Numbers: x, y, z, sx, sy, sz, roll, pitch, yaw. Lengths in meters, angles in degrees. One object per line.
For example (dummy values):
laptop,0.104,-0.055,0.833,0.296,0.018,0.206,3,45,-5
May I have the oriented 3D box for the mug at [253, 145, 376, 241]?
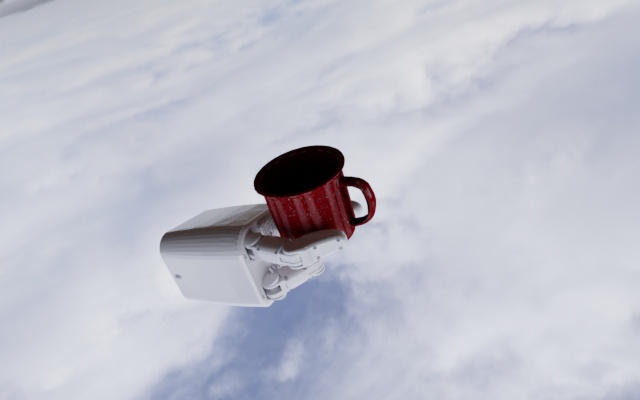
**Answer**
mug,0.001,0.002,0.480,0.117,0.081,0.093,-2,36,24
